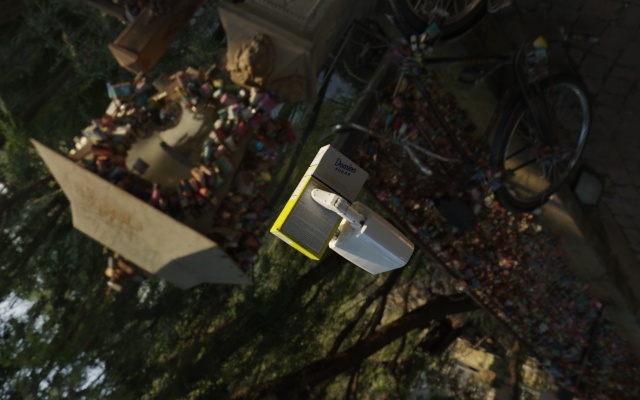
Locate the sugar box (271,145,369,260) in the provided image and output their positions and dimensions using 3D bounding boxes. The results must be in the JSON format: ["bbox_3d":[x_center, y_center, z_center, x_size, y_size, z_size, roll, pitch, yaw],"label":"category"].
[{"bbox_3d":[0.000,0.003,0.821,0.093,0.176,0.048,36,-17,-16],"label":"sugar box"}]
